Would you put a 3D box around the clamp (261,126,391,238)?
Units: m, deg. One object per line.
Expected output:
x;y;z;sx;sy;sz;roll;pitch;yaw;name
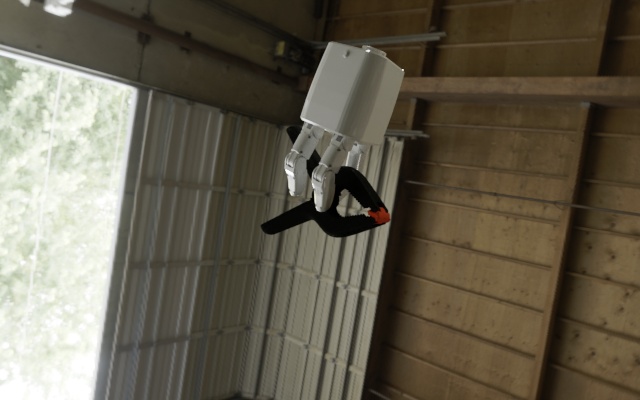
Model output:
0.001;0.002;0.651;0.210;0.164;0.036;29;14;39;clamp
